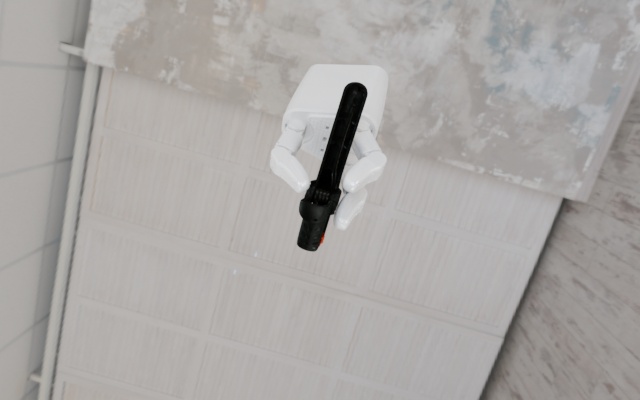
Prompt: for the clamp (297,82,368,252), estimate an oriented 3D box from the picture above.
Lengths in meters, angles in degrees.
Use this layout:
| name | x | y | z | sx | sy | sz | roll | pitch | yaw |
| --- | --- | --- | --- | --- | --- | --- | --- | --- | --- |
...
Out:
| name | x | y | z | sx | sy | sz | roll | pitch | yaw |
| --- | --- | --- | --- | --- | --- | --- | --- | --- | --- |
| clamp | -0.001 | 0.002 | 0.506 | 0.036 | 0.164 | 0.210 | 19 | -40 | 3 |
